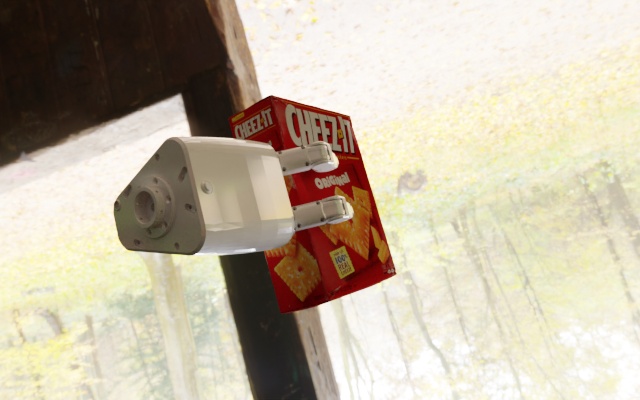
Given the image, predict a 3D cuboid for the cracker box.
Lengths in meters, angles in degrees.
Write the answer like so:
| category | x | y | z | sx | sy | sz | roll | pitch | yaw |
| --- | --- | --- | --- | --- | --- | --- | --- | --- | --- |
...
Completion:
| category | x | y | z | sx | sy | sz | roll | pitch | yaw |
| --- | --- | --- | --- | --- | --- | --- | --- | --- | --- |
| cracker box | 0.000 | 0.002 | 0.539 | 0.072 | 0.213 | 0.164 | -21 | -10 | 31 |
